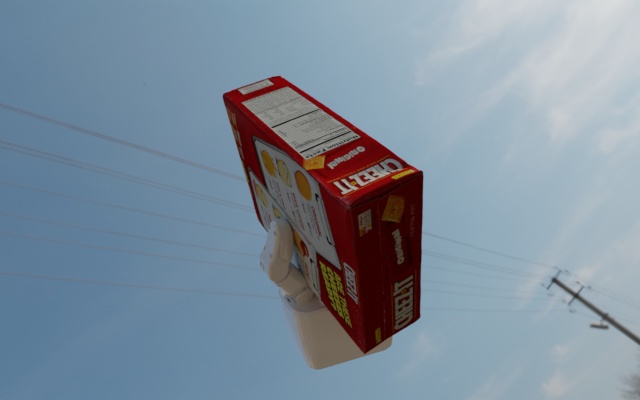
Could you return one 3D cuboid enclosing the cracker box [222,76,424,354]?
[{"bbox_3d":[0.000,0.001,0.430,0.072,0.164,0.213,-26,42,-20],"label":"cracker box"}]
